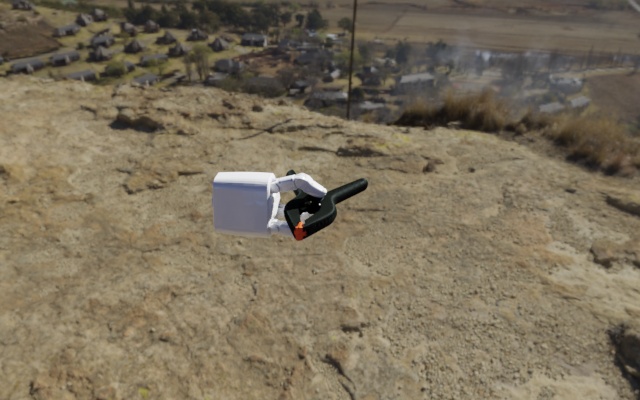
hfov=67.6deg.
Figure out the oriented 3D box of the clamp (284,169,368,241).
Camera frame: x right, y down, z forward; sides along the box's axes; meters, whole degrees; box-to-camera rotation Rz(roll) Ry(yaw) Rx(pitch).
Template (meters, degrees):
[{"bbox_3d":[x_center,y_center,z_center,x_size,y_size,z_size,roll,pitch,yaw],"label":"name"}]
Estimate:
[{"bbox_3d":[0.000,0.002,0.871,0.164,0.036,0.209,3,32,7],"label":"clamp"}]
